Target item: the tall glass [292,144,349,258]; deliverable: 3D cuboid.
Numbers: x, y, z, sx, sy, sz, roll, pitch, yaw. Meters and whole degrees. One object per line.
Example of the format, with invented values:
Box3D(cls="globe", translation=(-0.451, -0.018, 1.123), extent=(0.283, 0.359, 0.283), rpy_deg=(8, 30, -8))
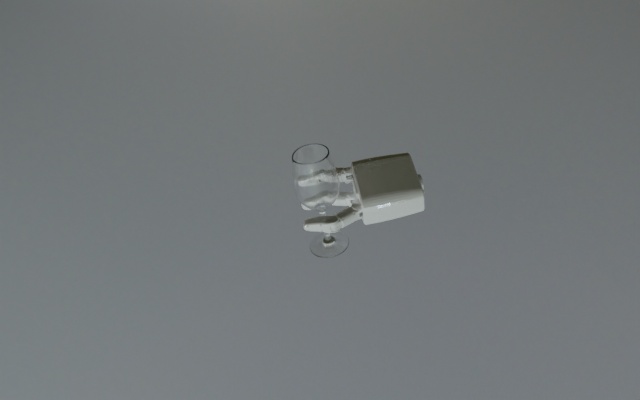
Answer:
Box3D(cls="tall glass", translation=(0.000, 0.003, 0.825), extent=(0.079, 0.201, 0.079), rpy_deg=(-8, 37, 6))
